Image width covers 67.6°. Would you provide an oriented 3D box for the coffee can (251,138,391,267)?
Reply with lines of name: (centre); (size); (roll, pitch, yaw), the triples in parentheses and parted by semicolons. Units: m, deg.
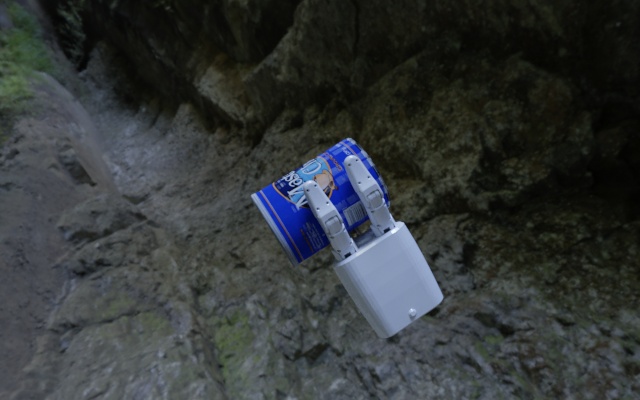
coffee can: (0.000, 0.002, 0.590); (0.140, 0.103, 0.103); (-32, 4, -7)
